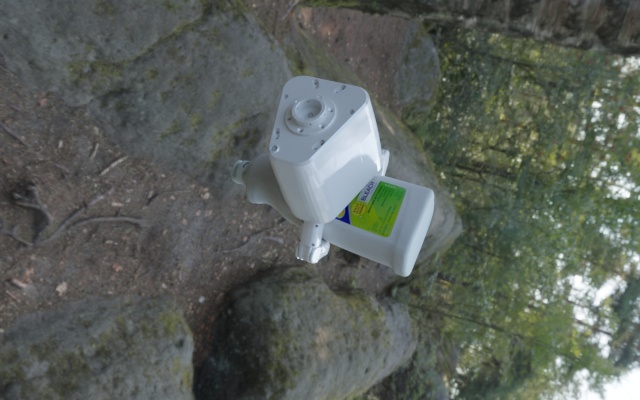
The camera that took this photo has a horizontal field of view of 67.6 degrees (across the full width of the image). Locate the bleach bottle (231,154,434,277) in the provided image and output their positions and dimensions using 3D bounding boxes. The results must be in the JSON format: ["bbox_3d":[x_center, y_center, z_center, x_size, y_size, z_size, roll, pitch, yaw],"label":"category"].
[{"bbox_3d":[0.000,0.002,0.571,0.251,0.102,0.068,17,-26,22],"label":"bleach bottle"}]
